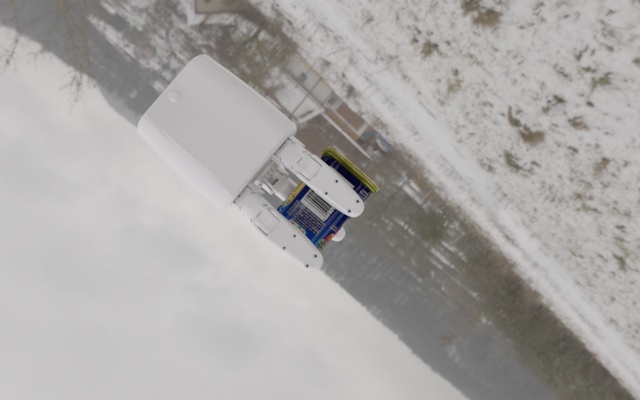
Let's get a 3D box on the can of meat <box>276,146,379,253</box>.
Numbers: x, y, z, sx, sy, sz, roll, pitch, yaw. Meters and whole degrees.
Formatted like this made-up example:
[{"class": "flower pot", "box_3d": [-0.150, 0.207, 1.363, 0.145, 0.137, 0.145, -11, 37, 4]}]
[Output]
[{"class": "can of meat", "box_3d": [0.000, 0.002, 0.443, 0.057, 0.084, 0.102, 41, -1, -5]}]
